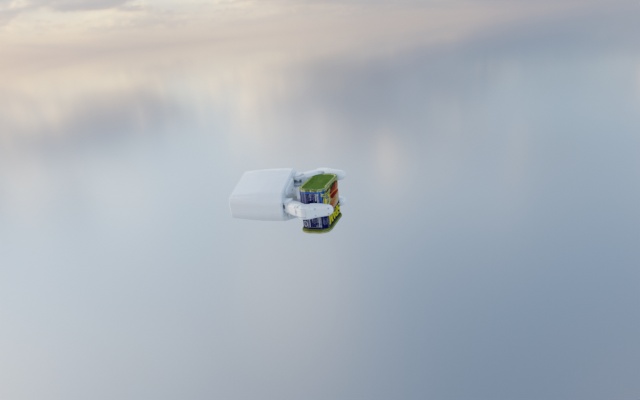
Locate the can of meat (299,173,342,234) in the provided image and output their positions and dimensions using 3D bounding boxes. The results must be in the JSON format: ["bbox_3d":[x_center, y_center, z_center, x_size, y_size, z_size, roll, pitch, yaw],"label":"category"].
[{"bbox_3d":[0.000,0.003,0.885,0.057,0.084,0.102,1,21,19],"label":"can of meat"}]
